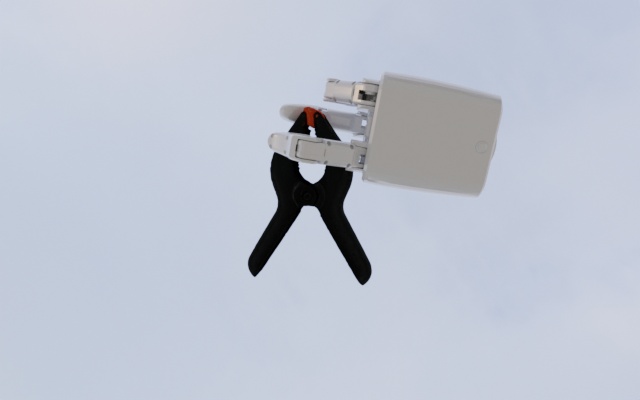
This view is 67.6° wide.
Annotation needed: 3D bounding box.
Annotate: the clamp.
[{"bbox_3d":[0.000,0.001,0.454,0.120,0.171,0.039,11,10,3],"label":"clamp"}]
